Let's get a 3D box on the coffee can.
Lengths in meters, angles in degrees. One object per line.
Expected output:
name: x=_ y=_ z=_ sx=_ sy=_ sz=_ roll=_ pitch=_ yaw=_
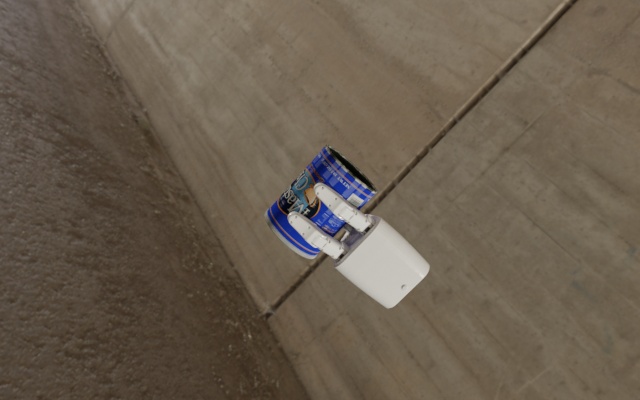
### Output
coffee can: x=0.000 y=0.002 z=0.713 sx=0.103 sy=0.140 sz=0.102 roll=41 pitch=12 yaw=-11
